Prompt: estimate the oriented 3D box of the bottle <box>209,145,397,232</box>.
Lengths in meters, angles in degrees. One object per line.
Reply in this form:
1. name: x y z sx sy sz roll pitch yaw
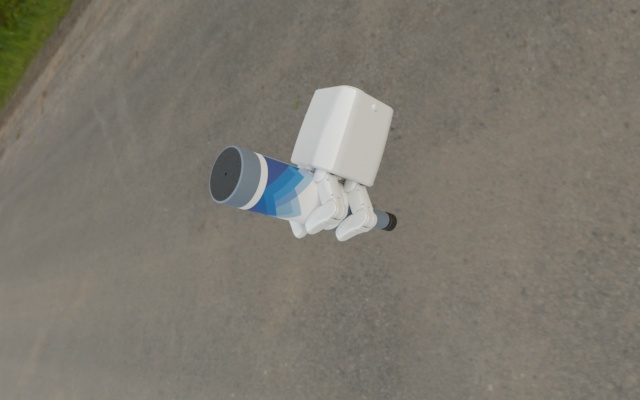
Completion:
1. bottle: 0.000 0.002 0.625 0.296 0.069 0.069 17 -11 -42
